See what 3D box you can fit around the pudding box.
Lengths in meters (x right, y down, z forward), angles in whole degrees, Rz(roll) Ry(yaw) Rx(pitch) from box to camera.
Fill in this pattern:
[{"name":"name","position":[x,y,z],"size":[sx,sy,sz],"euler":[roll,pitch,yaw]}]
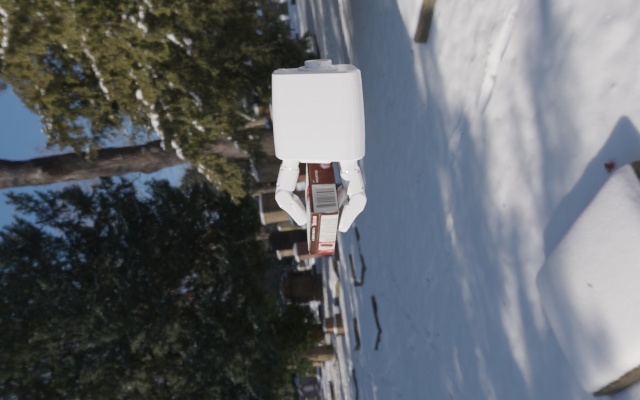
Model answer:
[{"name":"pudding box","position":[0.000,0.002,0.641],"size":[0.039,0.113,0.090],"euler":[-1,-41,-3]}]
